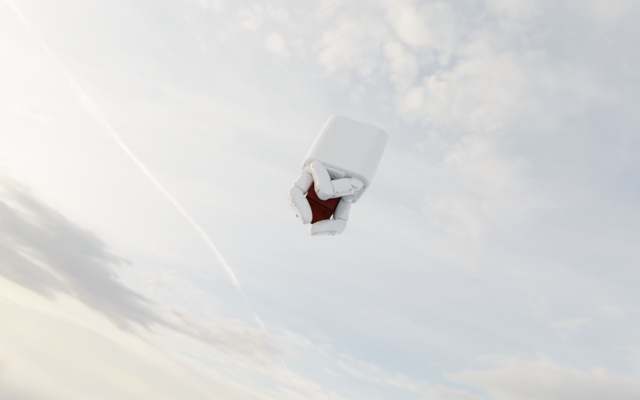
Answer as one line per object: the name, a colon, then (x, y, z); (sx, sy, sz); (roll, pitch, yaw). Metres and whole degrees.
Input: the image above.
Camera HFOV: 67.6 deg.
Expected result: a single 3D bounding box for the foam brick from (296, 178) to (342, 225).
foam brick: (0.000, 0.003, 0.772); (0.053, 0.051, 0.078); (27, -28, -2)
